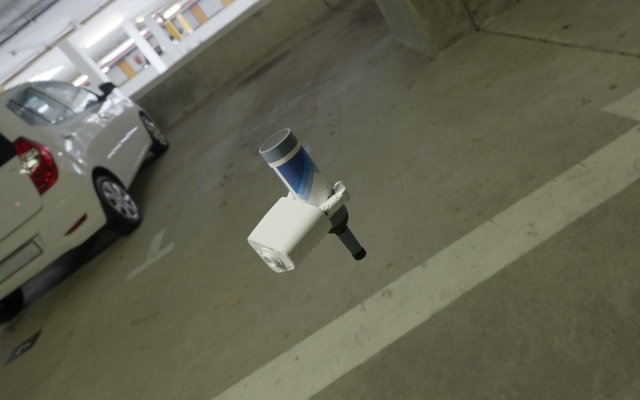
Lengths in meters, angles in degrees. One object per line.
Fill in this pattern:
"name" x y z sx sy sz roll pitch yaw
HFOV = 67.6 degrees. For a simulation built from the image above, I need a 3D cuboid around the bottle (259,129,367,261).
"bottle" 0.000 0.003 0.890 0.069 0.296 0.069 -30 25 16
